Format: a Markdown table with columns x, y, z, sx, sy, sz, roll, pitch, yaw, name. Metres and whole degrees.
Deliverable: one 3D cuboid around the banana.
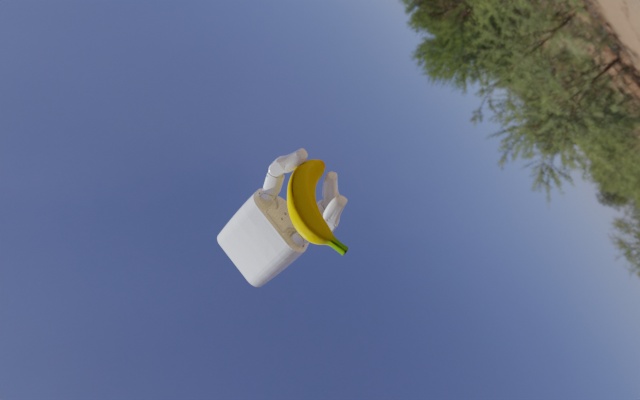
| x | y | z | sx | sy | sz | roll | pitch | yaw | name |
| --- | --- | --- | --- | --- | --- | --- | --- | --- | --- |
| -0.014 | -0.004 | 0.634 | 0.070 | 0.037 | 0.197 | 29 | 29 | -28 | banana |
